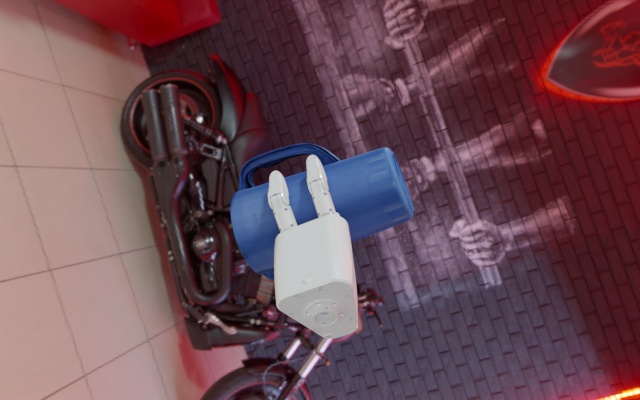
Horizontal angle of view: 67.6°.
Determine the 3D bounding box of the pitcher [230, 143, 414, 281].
[{"bbox_3d":[0.000,0.002,0.689,0.243,0.149,0.145,-19,39,13],"label":"pitcher"}]
